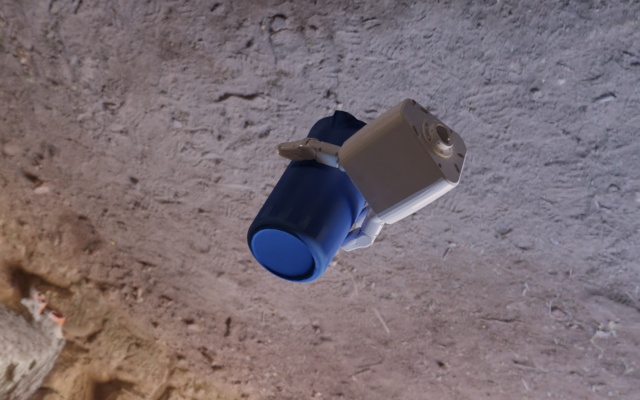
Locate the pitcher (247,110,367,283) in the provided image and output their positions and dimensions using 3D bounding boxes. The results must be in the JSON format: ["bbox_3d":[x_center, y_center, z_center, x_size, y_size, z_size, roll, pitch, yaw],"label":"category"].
[{"bbox_3d":[0.000,0.002,0.670,0.145,0.149,0.242,-31,19,42],"label":"pitcher"}]
